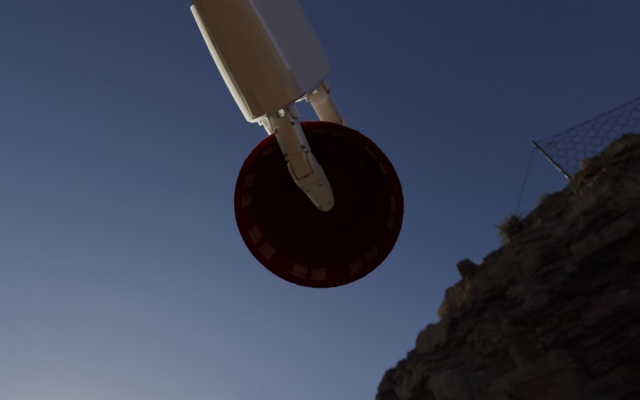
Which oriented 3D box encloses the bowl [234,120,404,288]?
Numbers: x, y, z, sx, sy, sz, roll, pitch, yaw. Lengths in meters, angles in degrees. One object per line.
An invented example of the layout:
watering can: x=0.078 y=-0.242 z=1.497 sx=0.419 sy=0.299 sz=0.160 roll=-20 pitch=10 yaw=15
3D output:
bowl: x=0.000 y=0.003 z=0.472 sx=0.162 sy=0.162 sz=0.055 roll=0 pitch=13 yaw=9
